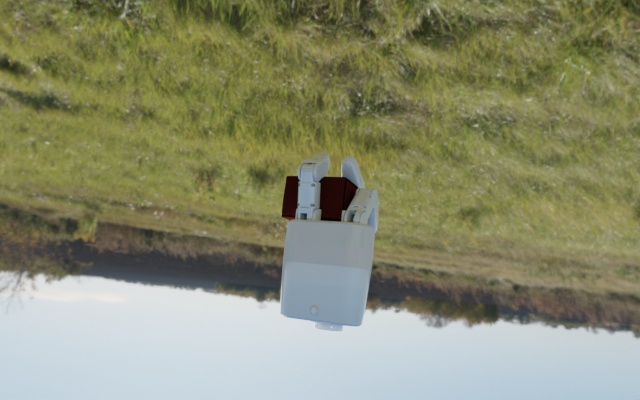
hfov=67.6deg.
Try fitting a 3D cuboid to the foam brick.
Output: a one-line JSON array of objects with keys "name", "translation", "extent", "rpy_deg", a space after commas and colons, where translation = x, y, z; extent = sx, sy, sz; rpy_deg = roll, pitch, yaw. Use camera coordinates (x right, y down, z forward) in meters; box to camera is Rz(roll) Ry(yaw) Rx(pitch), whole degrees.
[{"name": "foam brick", "translation": [0.000, 0.002, 0.569], "extent": [0.078, 0.051, 0.053], "rpy_deg": [3, -11, 22]}]
